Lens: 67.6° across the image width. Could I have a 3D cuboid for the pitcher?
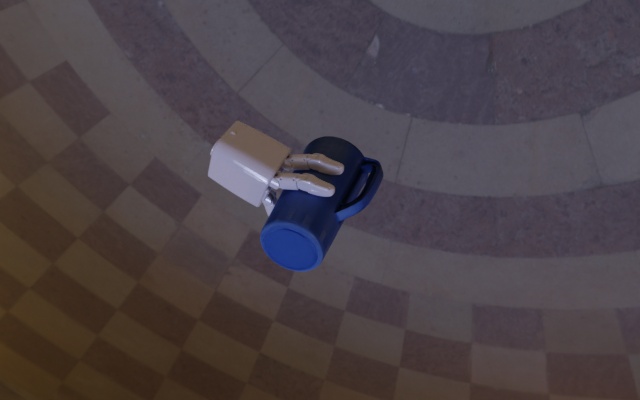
[{"bbox_3d":[0.000,0.003,0.826,0.145,0.242,0.149,31,-46,-3],"label":"pitcher"}]
